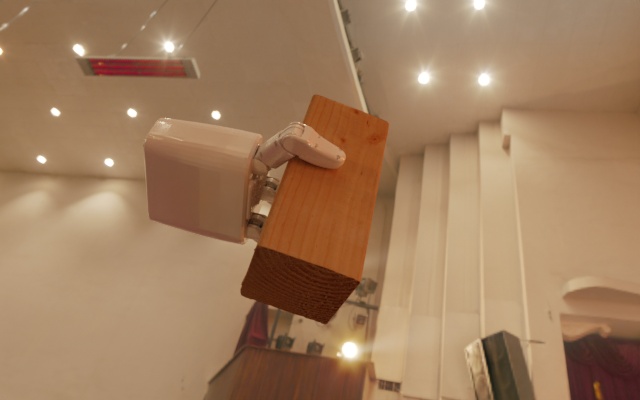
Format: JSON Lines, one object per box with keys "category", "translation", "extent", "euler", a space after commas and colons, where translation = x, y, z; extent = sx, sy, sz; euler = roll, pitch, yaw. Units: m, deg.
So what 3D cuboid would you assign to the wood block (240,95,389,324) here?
{"category": "wood block", "translation": [0.000, 0.001, 0.476], "extent": [0.090, 0.206, 0.091], "euler": [20, -41, -5]}
